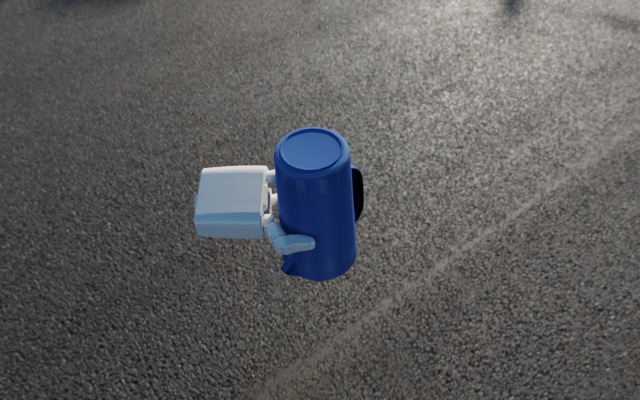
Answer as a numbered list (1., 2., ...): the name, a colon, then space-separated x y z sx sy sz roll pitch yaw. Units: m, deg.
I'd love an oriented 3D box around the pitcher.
1. pitcher: 0.000 0.003 0.757 0.145 0.149 0.243 0 -42 3
